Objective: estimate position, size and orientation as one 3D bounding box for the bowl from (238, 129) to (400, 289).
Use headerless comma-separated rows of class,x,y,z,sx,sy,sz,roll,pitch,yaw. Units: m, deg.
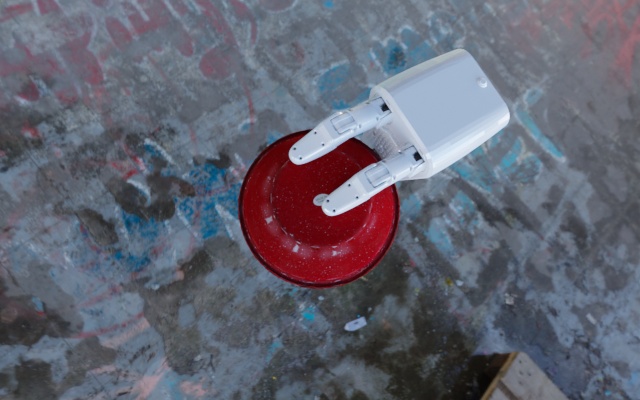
bowl,-0.001,0.002,0.451,0.162,0.162,0.055,0,-10,-3
